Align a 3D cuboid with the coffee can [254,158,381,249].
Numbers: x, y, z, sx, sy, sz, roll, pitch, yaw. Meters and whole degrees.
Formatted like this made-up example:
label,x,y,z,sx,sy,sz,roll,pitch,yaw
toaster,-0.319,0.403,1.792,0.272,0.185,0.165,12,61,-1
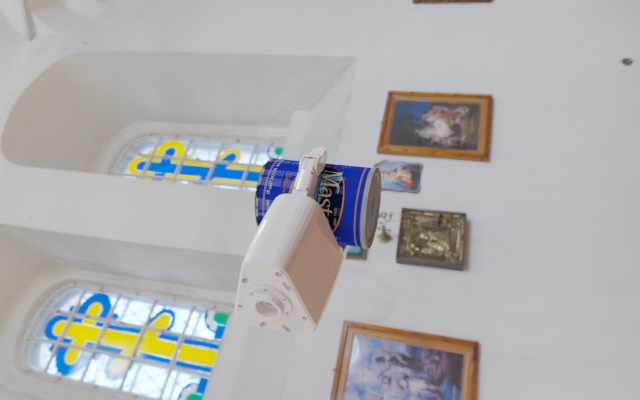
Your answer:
label,x,y,z,sx,sy,sz,roll,pitch,yaw
coffee can,0.000,0.002,0.614,0.140,0.103,0.103,7,2,15
